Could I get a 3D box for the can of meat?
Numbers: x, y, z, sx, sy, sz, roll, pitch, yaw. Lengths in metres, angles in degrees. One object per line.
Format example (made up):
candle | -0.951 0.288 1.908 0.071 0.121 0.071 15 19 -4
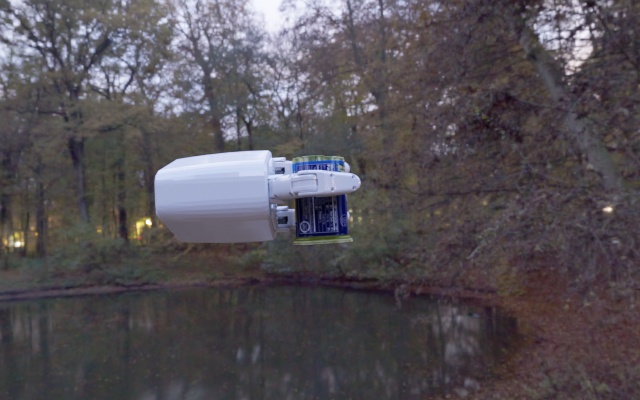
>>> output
can of meat | 0.000 0.001 0.493 0.057 0.084 0.102 -3 -3 0
